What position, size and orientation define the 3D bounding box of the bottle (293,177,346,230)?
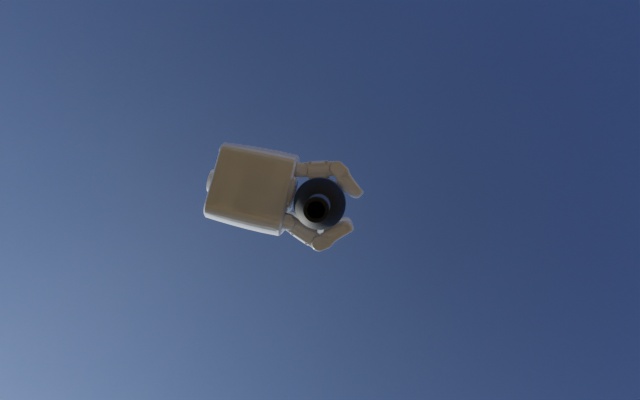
[{"bbox_3d":[0.000,0.002,0.638,0.069,0.069,0.295,0,3,2],"label":"bottle"}]
